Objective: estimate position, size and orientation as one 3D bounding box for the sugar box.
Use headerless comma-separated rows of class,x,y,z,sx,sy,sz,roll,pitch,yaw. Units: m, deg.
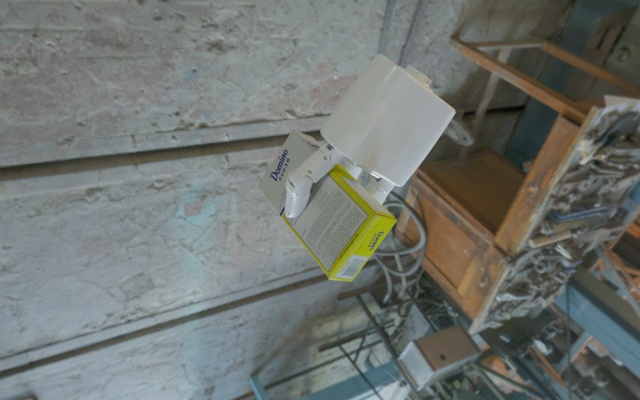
sugar box,0.001,0.002,0.562,0.048,0.093,0.176,16,25,-45
